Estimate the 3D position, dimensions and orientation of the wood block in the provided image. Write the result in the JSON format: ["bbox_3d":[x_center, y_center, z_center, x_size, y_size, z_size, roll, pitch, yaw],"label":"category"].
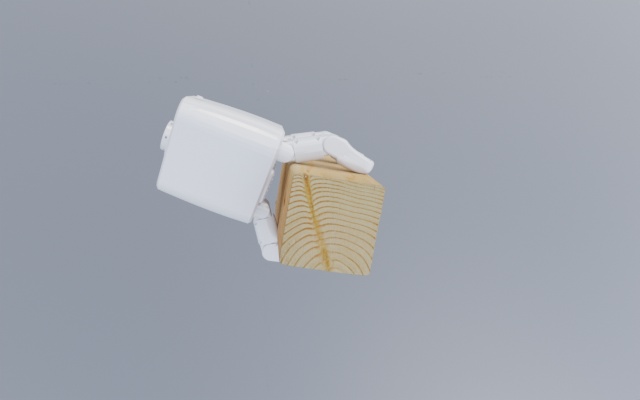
[{"bbox_3d":[0.000,0.002,0.543,0.090,0.091,0.206,8,12,-8],"label":"wood block"}]
